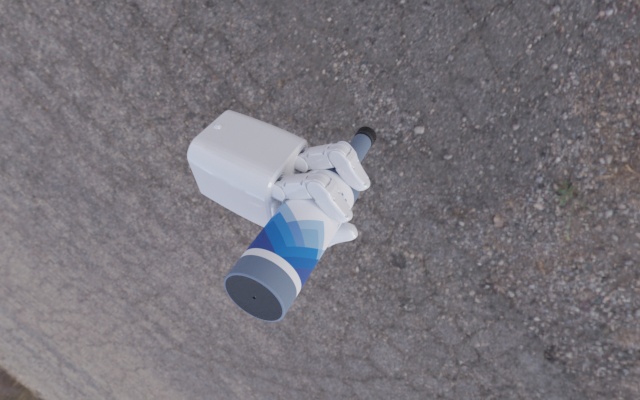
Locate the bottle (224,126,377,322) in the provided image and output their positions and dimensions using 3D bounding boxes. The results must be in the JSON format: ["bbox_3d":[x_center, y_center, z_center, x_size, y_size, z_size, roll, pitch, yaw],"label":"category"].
[{"bbox_3d":[0.000,0.002,0.544,0.069,0.069,0.295,0,38,33],"label":"bottle"}]
